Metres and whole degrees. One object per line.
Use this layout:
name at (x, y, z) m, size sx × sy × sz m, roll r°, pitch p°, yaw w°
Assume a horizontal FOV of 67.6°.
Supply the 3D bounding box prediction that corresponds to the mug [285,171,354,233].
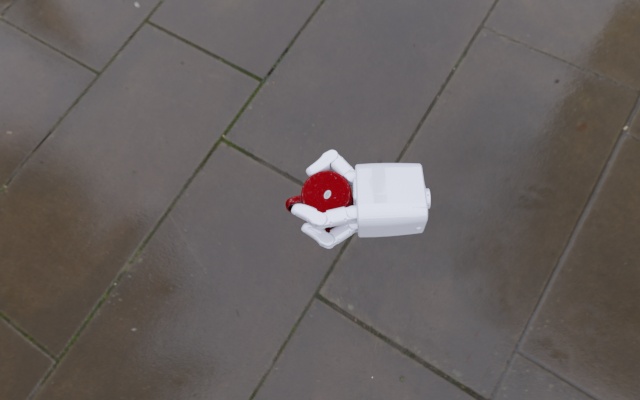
mug at (-0.001, 0.003, 0.790) m, size 0.117 × 0.093 × 0.081 m, roll -2°, pitch -20°, yaw 4°
